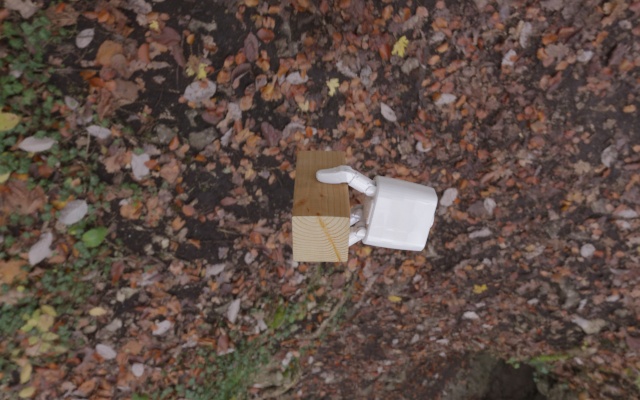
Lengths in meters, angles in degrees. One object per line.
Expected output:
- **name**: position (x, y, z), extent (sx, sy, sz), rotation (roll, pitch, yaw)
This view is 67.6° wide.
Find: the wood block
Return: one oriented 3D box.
- **wood block**: position (0.001, 0.003, 0.820), extent (0.090, 0.091, 0.206), rotation (1, 34, -1)
